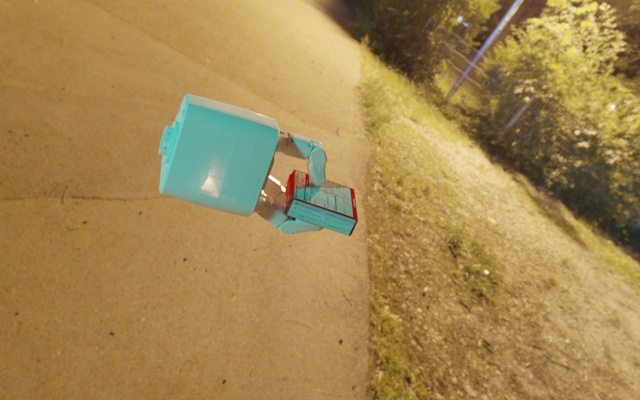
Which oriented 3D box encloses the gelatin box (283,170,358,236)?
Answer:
[{"bbox_3d":[0.001,0.002,0.598,0.089,0.030,0.073,18,30,-11],"label":"gelatin box"}]
